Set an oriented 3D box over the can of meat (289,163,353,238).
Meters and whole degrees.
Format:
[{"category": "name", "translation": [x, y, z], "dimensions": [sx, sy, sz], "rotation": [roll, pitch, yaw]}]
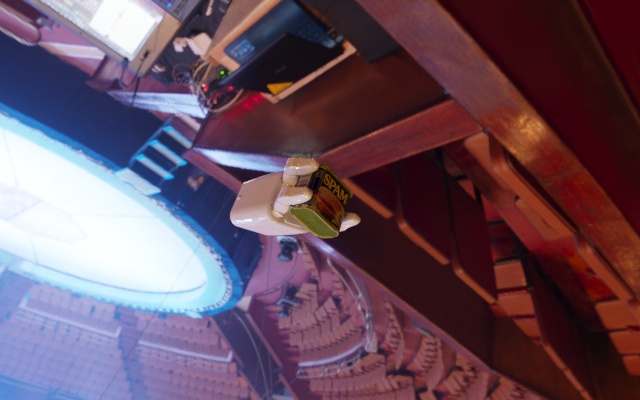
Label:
[{"category": "can of meat", "translation": [0.000, 0.003, 0.783], "dimensions": [0.057, 0.084, 0.102], "rotation": [-7, -37, 38]}]
